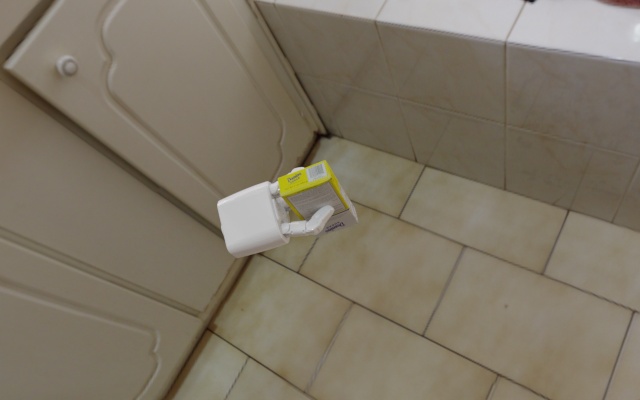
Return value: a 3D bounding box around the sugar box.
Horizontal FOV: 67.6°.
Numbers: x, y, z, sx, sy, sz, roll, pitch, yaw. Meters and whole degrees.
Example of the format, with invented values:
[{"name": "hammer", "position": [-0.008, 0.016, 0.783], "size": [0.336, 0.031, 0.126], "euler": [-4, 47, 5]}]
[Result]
[{"name": "sugar box", "position": [0.000, 0.002, 0.872], "size": [0.093, 0.048, 0.176], "euler": [-19, -31, 10]}]
